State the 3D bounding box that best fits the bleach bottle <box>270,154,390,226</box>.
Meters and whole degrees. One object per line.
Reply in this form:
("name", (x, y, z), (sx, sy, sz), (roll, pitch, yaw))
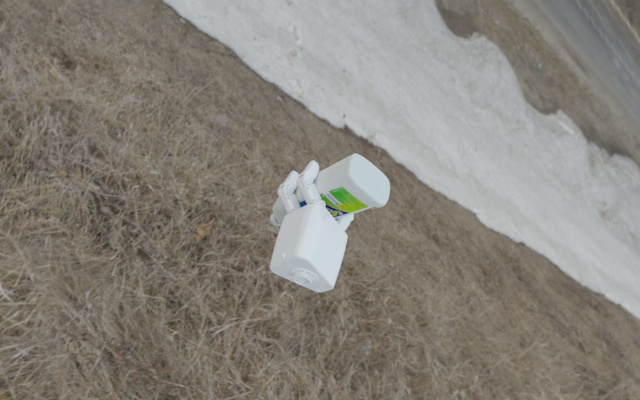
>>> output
("bleach bottle", (0.000, 0.003, 0.877), (0.102, 0.068, 0.251), (37, -41, -26))
